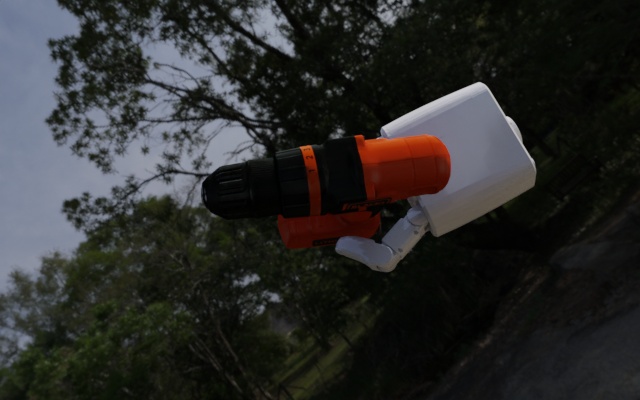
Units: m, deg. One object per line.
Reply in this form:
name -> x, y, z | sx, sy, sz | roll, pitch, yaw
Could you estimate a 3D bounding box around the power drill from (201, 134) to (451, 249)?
power drill -> 0.000, 0.001, 0.418 | 0.184, 0.057, 0.188 | -7, -12, -7
